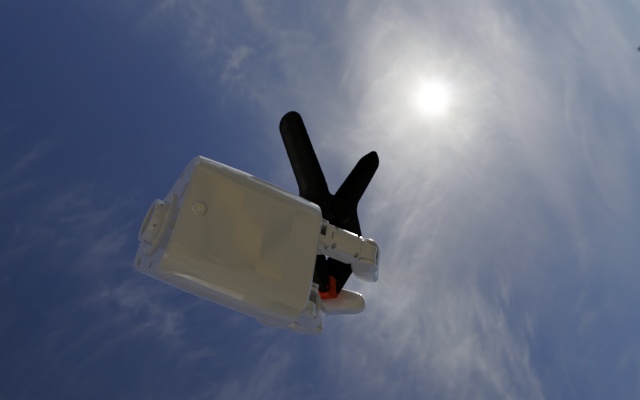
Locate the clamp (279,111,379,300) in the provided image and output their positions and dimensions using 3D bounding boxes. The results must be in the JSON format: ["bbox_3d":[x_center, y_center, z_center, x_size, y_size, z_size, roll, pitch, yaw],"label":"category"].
[{"bbox_3d":[0.000,0.002,0.441,0.120,0.171,0.039,26,-33,-26],"label":"clamp"}]
